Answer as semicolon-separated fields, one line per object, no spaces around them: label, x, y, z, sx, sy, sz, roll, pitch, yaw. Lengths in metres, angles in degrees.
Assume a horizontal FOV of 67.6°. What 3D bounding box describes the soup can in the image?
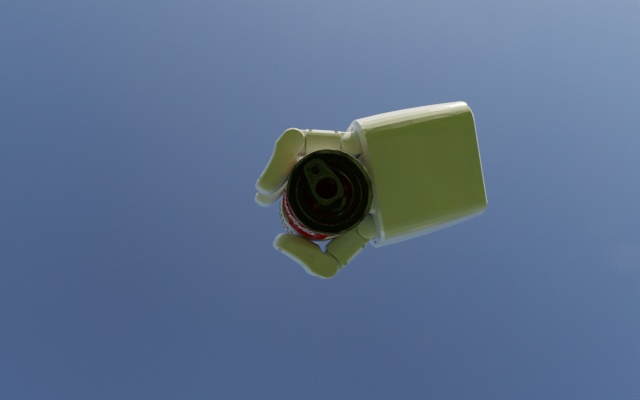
soup can;0.000;0.002;0.417;0.068;0.068;0.102;0;-10;-9
